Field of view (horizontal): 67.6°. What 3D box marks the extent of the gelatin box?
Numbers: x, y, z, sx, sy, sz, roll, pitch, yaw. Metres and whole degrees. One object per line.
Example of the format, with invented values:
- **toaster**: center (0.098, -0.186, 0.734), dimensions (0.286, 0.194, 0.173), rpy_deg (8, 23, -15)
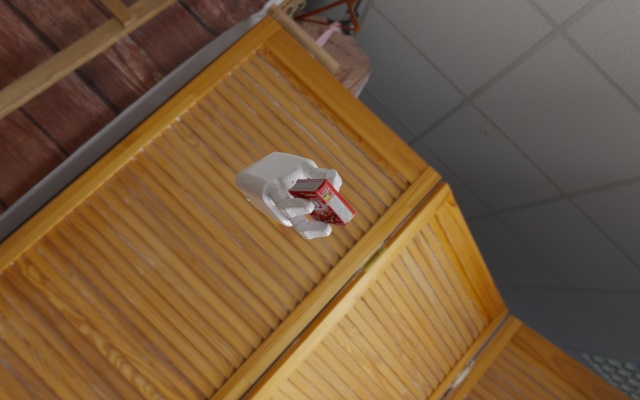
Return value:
- **gelatin box**: center (0.001, 0.002, 0.721), dimensions (0.073, 0.030, 0.089), rpy_deg (48, -22, -23)
